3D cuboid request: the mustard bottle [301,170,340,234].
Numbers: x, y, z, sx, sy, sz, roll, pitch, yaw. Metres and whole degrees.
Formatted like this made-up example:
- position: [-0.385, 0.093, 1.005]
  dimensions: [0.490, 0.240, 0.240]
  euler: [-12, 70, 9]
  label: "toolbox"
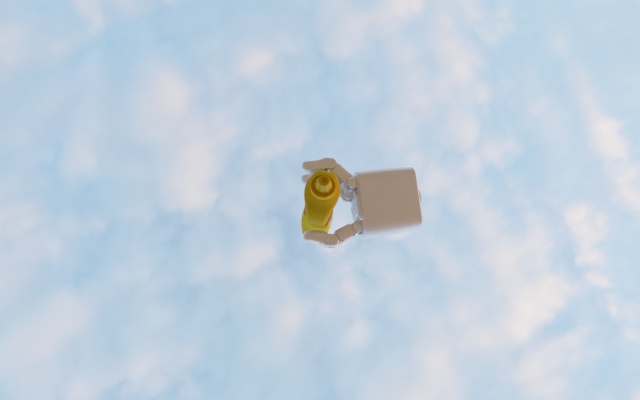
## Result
- position: [0.000, 0.003, 0.816]
  dimensions: [0.058, 0.096, 0.192]
  euler: [14, -20, 1]
  label: "mustard bottle"
